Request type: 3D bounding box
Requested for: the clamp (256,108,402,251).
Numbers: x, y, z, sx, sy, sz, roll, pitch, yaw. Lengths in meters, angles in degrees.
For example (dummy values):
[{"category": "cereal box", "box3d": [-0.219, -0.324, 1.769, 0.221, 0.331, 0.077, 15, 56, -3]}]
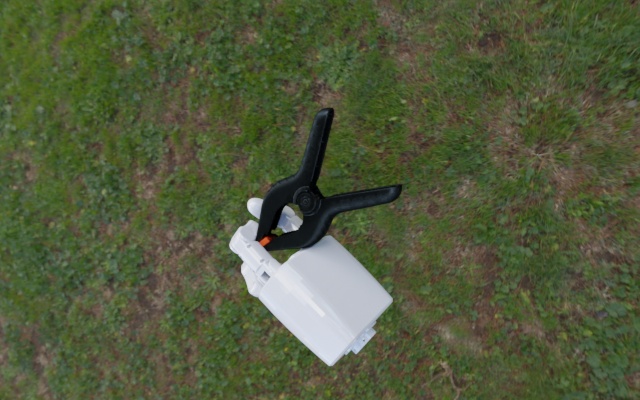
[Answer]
[{"category": "clamp", "box3d": [0.000, 0.002, 0.510, 0.120, 0.171, 0.039, 43, 20, 15]}]
